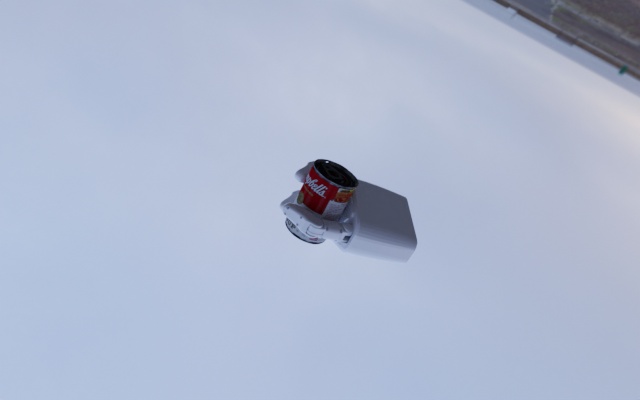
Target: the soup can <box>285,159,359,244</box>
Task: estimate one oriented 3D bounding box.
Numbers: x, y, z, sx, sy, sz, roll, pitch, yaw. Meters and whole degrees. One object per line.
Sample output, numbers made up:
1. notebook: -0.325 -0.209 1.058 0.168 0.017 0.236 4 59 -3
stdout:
1. soup can: 0.000 0.002 0.669 0.068 0.102 0.068 22 27 -12
